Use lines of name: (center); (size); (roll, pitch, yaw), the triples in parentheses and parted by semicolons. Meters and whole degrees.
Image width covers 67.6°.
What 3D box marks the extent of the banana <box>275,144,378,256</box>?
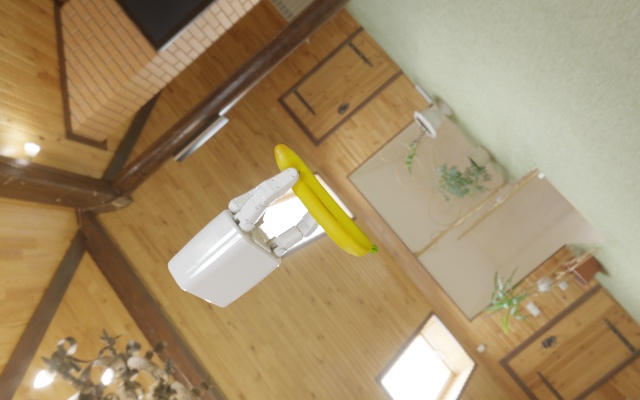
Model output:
banana: (0.002, 0.006, 0.619); (0.037, 0.198, 0.069); (-41, 3, 3)
